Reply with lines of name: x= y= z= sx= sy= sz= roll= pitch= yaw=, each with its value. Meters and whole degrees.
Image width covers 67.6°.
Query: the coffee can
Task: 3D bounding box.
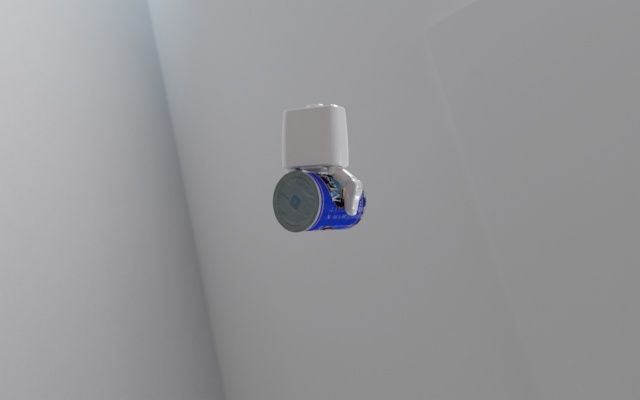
coffee can: x=0.000 y=0.003 z=0.846 sx=0.103 sy=0.103 sz=0.140 roll=0 pitch=-1 yaw=38
